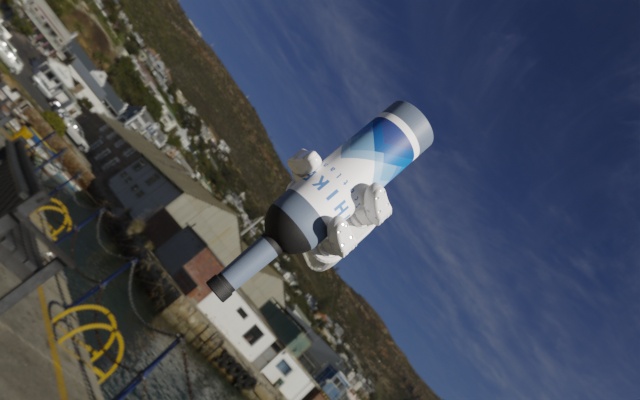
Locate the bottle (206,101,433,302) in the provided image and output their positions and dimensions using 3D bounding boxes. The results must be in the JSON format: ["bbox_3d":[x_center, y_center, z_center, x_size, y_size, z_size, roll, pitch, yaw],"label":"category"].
[{"bbox_3d":[0.000,0.002,0.523,0.295,0.069,0.069,-40,13,-16],"label":"bottle"}]
